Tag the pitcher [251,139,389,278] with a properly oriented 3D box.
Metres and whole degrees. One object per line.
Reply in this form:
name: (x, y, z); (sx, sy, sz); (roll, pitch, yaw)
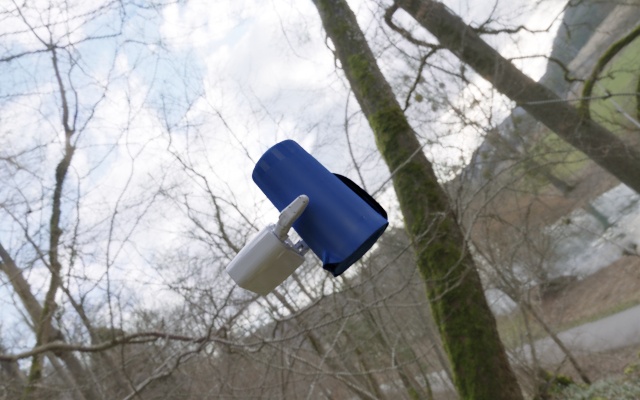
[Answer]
pitcher: (0.000, 0.003, 0.849); (0.243, 0.145, 0.149); (46, 4, 14)
